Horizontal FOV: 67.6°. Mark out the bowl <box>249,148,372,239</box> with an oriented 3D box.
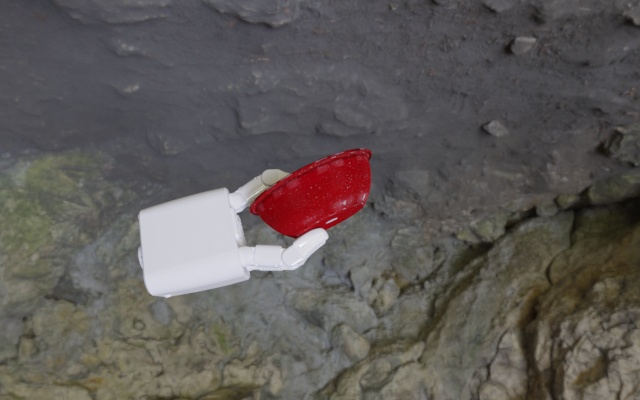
[{"bbox_3d":[0.001,0.002,0.567,0.162,0.055,0.162,-26,-11,-5],"label":"bowl"}]
